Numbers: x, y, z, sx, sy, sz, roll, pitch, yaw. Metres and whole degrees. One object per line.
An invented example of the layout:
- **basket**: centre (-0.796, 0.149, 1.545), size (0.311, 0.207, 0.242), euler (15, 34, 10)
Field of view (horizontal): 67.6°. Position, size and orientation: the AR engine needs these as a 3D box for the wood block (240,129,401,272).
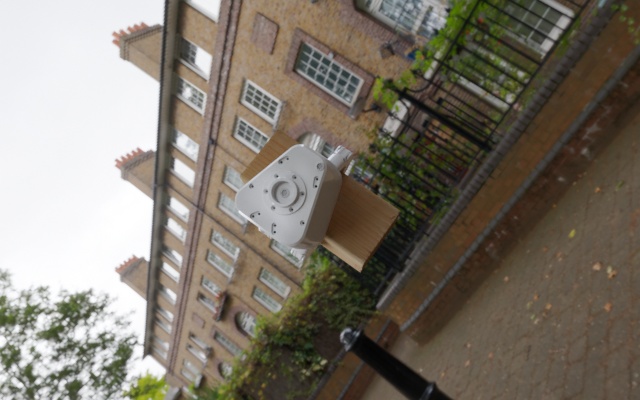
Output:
- **wood block**: centre (0.000, 0.002, 0.682), size (0.206, 0.091, 0.090), euler (35, -11, 11)
